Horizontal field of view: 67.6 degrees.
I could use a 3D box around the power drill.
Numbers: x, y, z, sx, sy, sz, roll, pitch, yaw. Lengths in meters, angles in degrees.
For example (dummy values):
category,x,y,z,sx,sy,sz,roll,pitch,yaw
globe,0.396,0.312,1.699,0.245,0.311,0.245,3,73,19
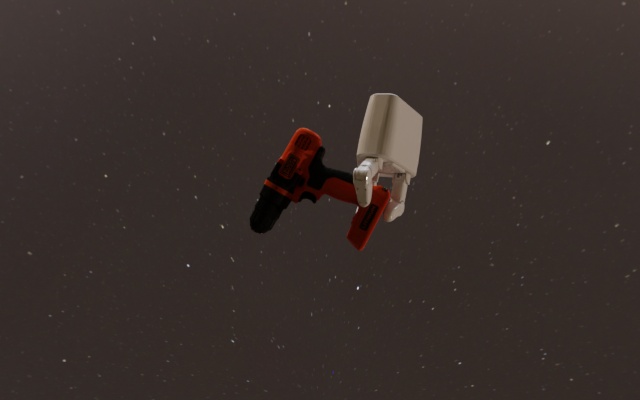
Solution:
category,x,y,z,sx,sy,sz,roll,pitch,yaw
power drill,0.001,0.002,0.752,0.187,0.184,0.057,29,1,4
